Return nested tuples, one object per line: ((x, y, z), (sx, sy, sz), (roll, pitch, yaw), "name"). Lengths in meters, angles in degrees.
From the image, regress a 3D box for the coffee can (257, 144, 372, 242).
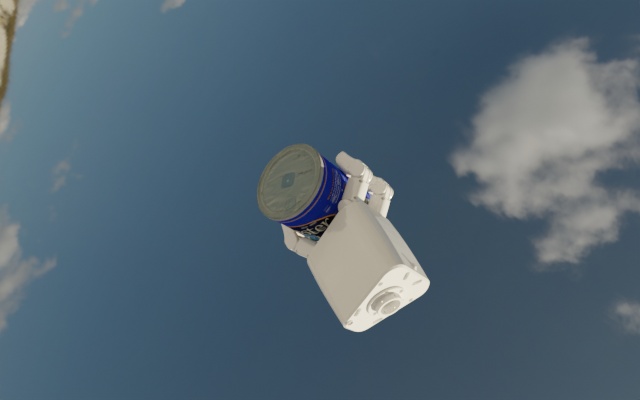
((0.000, 0.002, 0.635), (0.103, 0.102, 0.140), (0, -23, 40), "coffee can")
